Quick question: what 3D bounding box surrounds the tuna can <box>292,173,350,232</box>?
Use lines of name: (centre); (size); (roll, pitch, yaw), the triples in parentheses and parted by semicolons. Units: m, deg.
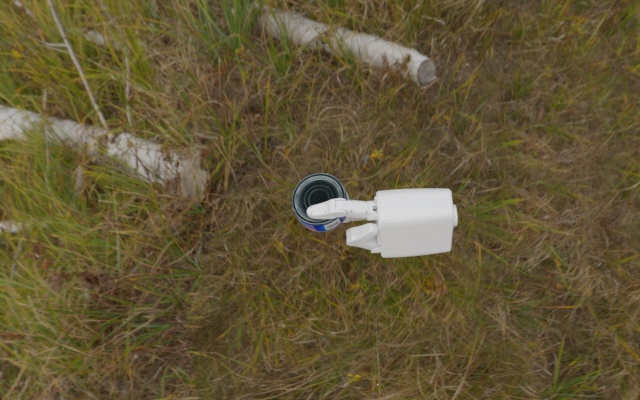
tuna can: (0.000, 0.002, 0.725); (0.086, 0.086, 0.034); (0, -20, 13)
